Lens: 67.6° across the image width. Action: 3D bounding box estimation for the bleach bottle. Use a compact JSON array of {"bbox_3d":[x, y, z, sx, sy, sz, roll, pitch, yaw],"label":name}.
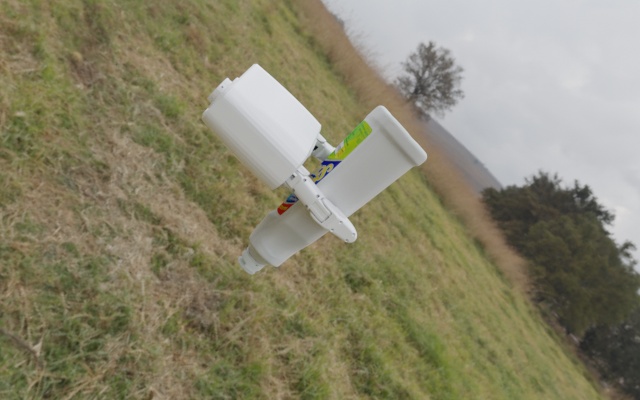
[{"bbox_3d":[0.000,0.002,0.553,0.251,0.068,0.102,-42,17,13],"label":"bleach bottle"}]
